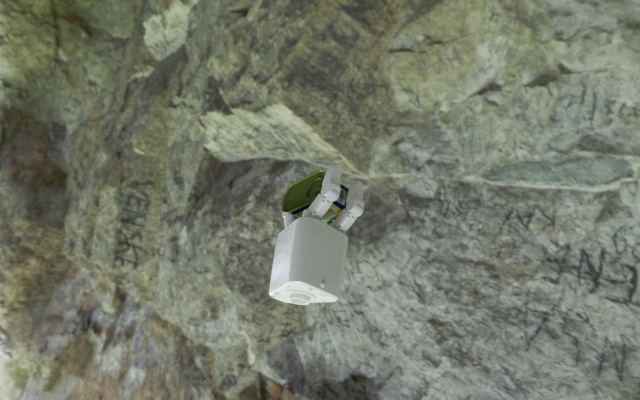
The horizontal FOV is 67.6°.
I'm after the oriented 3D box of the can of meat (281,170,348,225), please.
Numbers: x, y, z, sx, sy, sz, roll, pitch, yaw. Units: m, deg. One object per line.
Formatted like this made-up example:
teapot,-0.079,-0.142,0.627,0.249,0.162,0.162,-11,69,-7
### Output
can of meat,0.000,0.003,0.800,0.084,0.057,0.102,31,-39,-34
